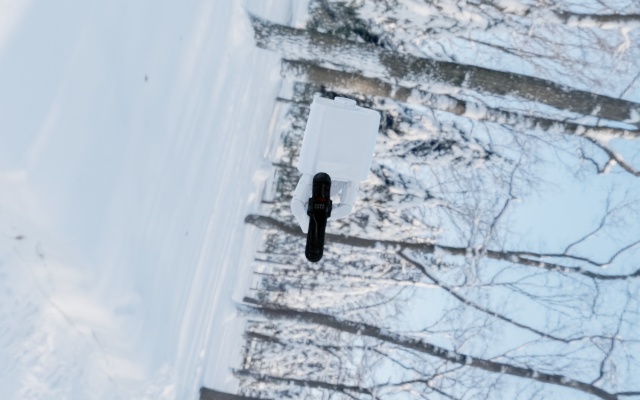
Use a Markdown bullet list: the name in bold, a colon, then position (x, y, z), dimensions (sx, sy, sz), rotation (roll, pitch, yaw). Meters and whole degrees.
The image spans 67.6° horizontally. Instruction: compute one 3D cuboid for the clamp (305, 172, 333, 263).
- **clamp**: position (0.001, 0.002, 0.689), dimensions (0.039, 0.120, 0.171), rotation (11, 19, -3)
